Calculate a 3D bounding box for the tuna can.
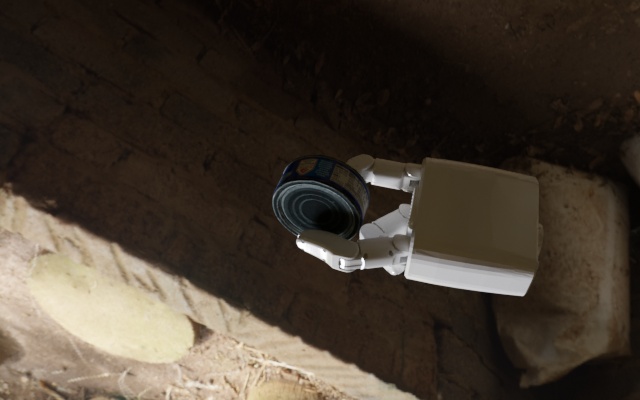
[{"bbox_3d":[0.000,0.002,0.437,0.086,0.086,0.033,0,44,23],"label":"tuna can"}]
